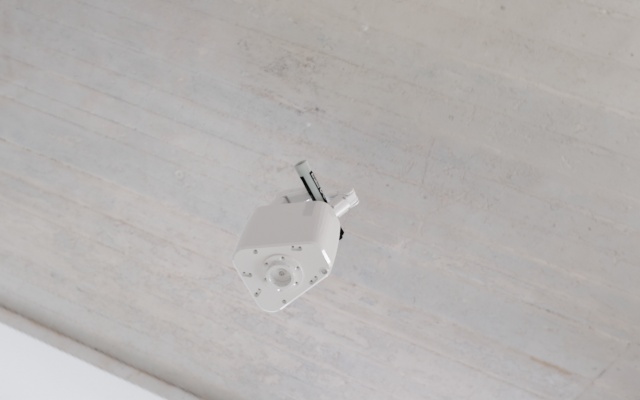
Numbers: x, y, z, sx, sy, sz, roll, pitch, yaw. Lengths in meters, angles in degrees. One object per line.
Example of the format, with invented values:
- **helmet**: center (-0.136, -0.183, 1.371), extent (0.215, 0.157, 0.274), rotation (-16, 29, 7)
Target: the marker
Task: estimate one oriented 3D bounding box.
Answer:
- **marker**: center (0.000, 0.002, 0.639), extent (0.020, 0.121, 0.020), rotation (-25, 19, 9)
